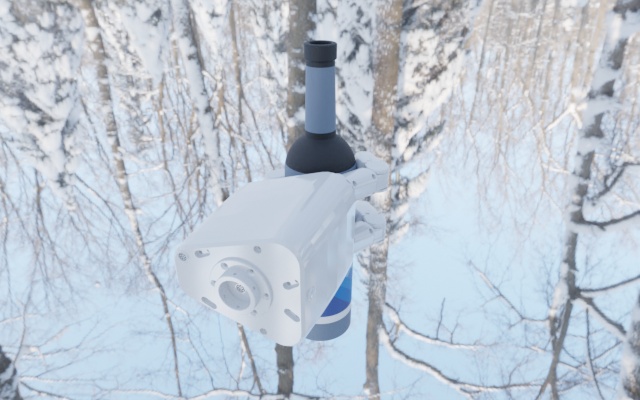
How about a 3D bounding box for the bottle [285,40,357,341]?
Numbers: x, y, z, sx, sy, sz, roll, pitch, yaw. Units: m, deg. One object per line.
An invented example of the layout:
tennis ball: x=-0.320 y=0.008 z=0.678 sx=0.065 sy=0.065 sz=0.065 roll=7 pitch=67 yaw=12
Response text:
bottle: x=0.000 y=0.002 z=0.458 sx=0.069 sy=0.296 sz=0.069 roll=0 pitch=28 yaw=0
